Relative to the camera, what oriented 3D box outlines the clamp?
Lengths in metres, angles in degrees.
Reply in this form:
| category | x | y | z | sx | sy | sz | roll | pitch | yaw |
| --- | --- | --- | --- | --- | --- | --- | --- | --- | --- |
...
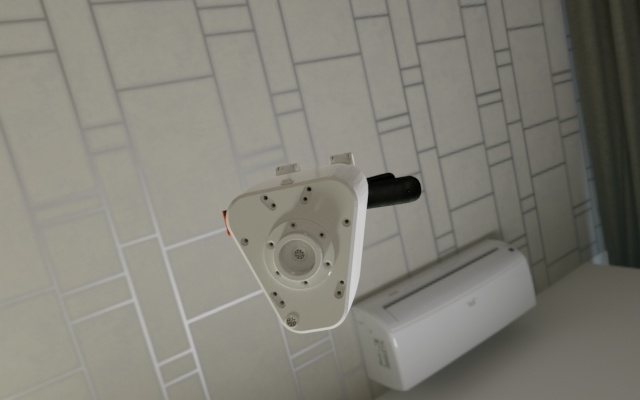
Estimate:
| category | x | y | z | sx | sy | sz | roll | pitch | yaw |
| --- | --- | --- | --- | --- | --- | --- | --- | --- | --- |
| clamp | 0.000 | 0.003 | 0.526 | 0.210 | 0.036 | 0.164 | -12 | 3 | 8 |
